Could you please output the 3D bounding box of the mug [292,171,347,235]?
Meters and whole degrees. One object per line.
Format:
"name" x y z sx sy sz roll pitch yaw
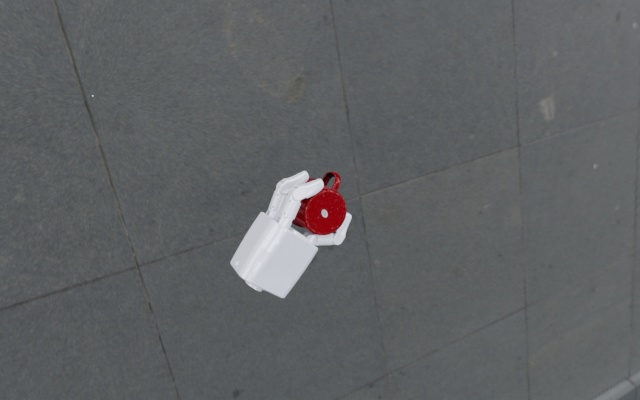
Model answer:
"mug" 0.001 0.002 0.837 0.093 0.117 0.081 33 -3 -27
